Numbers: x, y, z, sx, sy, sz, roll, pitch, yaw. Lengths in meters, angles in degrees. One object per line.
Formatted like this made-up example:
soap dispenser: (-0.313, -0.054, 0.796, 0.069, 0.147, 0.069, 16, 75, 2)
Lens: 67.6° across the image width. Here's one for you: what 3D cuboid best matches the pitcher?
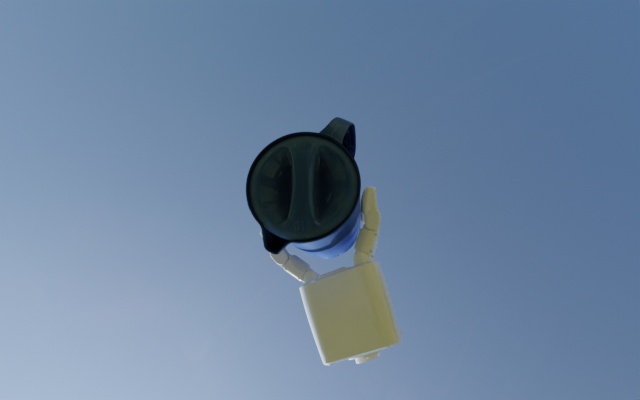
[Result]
pitcher: (0.000, 0.002, 0.654, 0.149, 0.145, 0.243, -19, -16, 3)
